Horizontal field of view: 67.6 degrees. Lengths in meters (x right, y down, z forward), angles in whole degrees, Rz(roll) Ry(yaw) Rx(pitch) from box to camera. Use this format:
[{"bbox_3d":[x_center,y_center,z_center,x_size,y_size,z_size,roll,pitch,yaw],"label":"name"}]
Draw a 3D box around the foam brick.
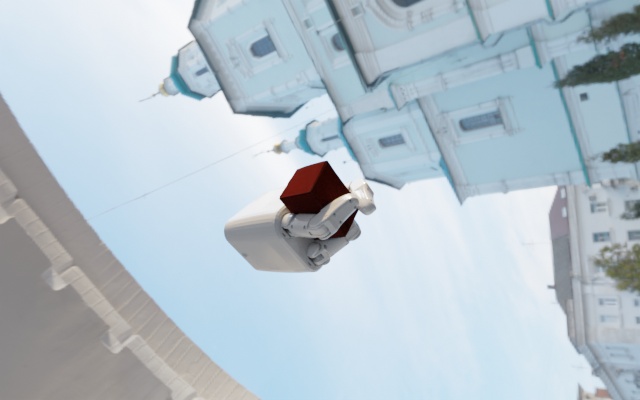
[{"bbox_3d":[0.000,0.002,0.560,0.051,0.053,0.078,-9,-50,41],"label":"foam brick"}]
